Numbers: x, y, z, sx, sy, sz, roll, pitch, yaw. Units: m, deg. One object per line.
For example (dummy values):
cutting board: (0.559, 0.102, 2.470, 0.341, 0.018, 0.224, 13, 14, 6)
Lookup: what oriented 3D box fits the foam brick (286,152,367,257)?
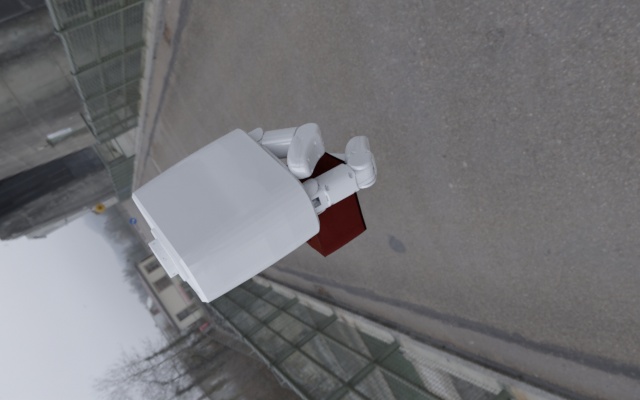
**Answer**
foam brick: (0.000, 0.002, 0.437, 0.051, 0.078, 0.053, -34, 38, -21)
